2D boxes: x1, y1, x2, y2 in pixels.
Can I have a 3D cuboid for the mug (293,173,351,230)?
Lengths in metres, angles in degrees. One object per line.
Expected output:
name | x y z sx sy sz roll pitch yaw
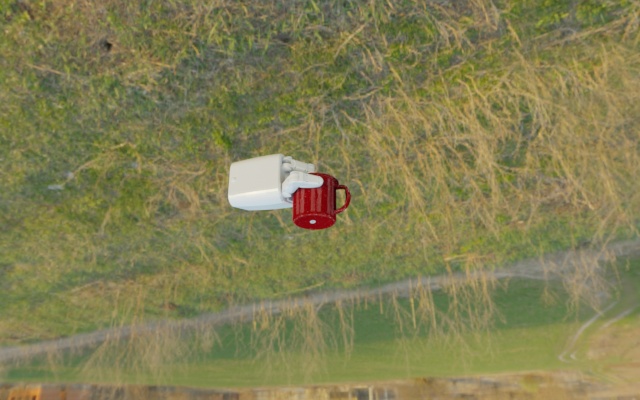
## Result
mug | 0.002 0.003 0.891 0.117 0.081 0.093 -8 -25 17
